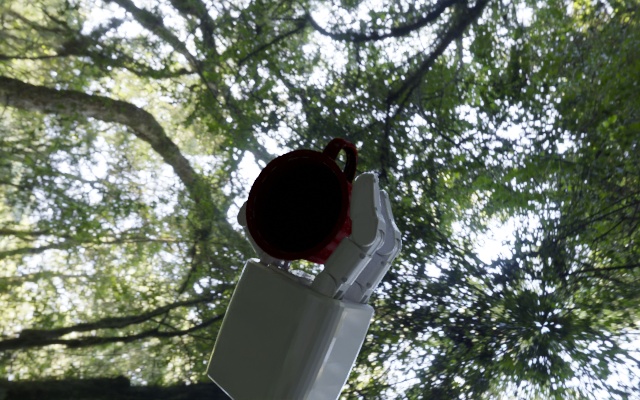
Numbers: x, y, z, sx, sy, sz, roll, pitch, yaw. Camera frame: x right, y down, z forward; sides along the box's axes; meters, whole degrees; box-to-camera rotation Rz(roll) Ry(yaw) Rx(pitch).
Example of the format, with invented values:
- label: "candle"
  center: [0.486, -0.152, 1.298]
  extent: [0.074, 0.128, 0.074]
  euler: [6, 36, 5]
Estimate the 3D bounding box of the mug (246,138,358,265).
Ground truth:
- label: "mug"
  center: [0.001, 0.000, 0.421]
  extent: [0.093, 0.117, 0.081]
  euler: [22, -5, 28]
